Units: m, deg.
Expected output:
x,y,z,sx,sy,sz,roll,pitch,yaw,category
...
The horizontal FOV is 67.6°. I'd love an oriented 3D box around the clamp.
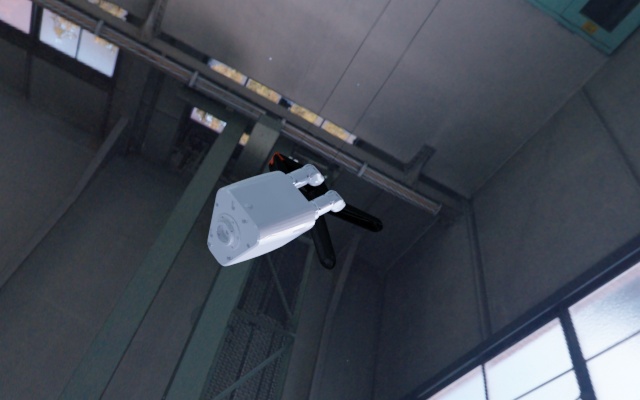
x,y,z,sx,sy,sz,roll,pitch,yaw,category
-0.001,0.003,0.760,0.164,0.210,0.036,-19,-27,-49,clamp
